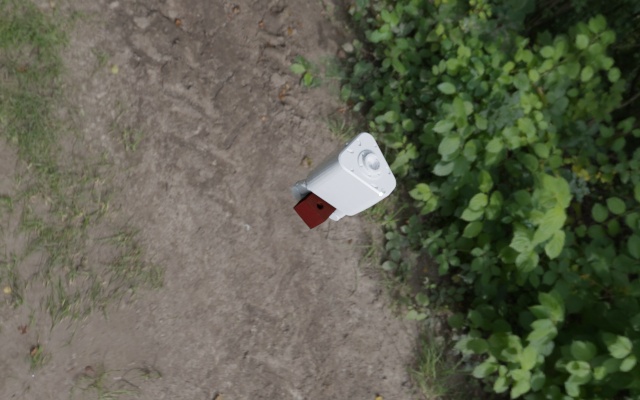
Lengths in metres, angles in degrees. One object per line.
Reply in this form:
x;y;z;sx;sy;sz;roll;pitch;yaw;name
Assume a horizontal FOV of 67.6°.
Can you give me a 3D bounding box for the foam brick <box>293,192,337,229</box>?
0.000;0.003;0.856;0.078;0.053;0.051;-47;9;-33;foam brick
